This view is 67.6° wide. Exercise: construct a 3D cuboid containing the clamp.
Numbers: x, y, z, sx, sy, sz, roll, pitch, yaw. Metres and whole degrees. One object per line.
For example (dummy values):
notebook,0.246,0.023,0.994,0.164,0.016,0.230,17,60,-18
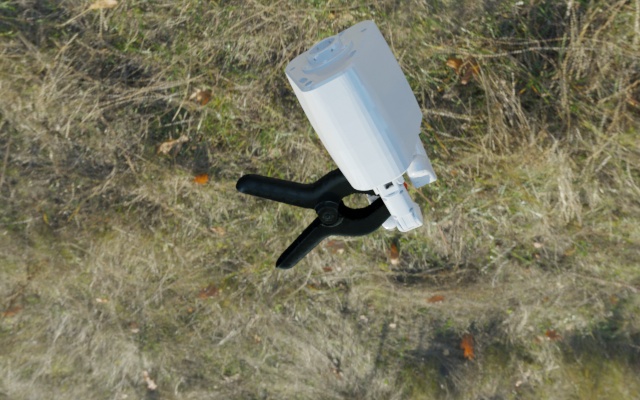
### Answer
clamp,0.000,0.002,0.490,0.171,0.120,0.039,-24,32,17
